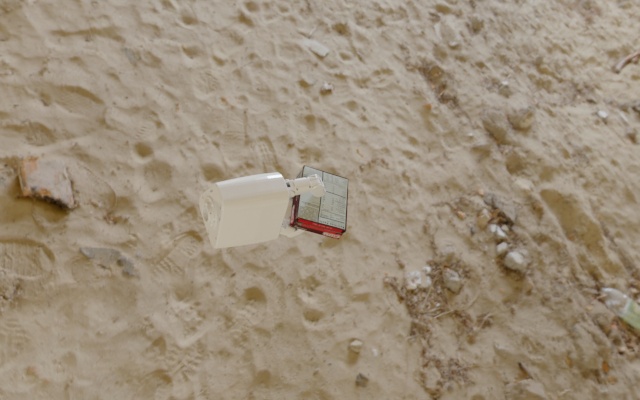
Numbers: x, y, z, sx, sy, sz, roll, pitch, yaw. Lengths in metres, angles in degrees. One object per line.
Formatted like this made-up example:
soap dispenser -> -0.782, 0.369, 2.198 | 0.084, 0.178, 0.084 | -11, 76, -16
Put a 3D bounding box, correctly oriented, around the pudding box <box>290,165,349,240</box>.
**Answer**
pudding box -> 0.000, 0.003, 0.816 | 0.090, 0.113, 0.039 | 17, -34, -16
